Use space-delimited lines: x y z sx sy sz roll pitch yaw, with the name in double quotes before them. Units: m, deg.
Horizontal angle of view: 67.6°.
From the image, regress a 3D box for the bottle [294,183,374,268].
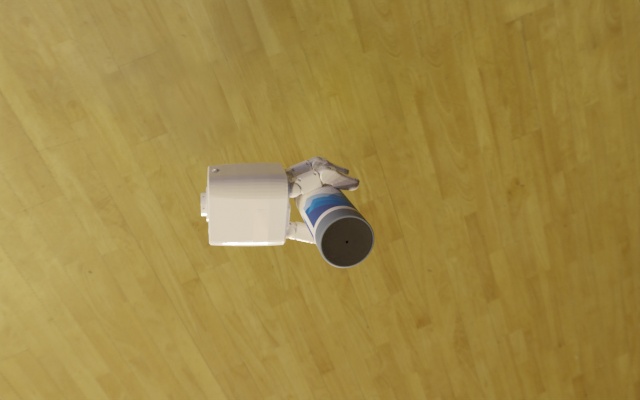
"bottle" 0.000 0.002 0.687 0.069 0.069 0.295 0 18 -13
